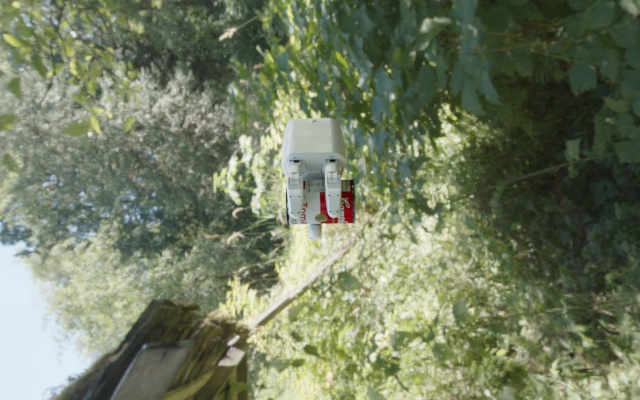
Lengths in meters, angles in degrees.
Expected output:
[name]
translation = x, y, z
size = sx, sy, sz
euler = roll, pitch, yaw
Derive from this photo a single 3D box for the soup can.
[soup can]
translation = 0.000, 0.003, 0.721
size = 0.102, 0.068, 0.068
euler = -1, 0, -1
